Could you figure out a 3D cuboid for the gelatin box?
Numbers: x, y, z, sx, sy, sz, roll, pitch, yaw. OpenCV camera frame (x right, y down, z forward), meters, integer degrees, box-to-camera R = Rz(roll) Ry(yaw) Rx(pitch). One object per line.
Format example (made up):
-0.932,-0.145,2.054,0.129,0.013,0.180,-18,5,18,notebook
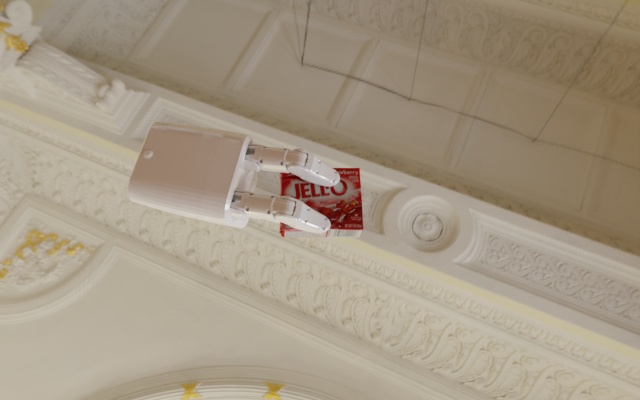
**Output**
0.000,0.002,0.520,0.089,0.073,0.030,1,-23,-6,gelatin box
